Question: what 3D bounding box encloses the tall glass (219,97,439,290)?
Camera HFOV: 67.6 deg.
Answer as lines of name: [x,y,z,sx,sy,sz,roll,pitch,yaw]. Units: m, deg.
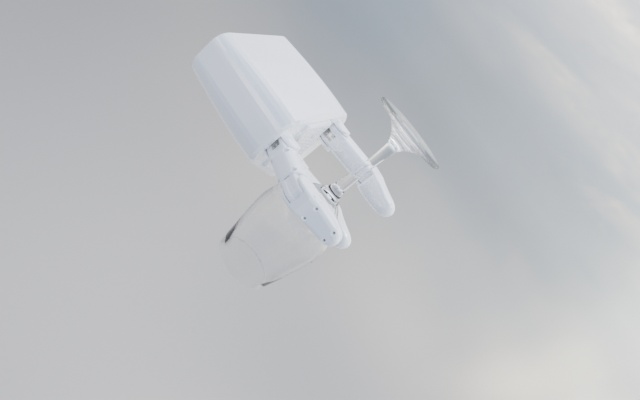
tall glass: [0.001,0.001,0.424,0.201,0.079,0.079,-38,-15,19]
